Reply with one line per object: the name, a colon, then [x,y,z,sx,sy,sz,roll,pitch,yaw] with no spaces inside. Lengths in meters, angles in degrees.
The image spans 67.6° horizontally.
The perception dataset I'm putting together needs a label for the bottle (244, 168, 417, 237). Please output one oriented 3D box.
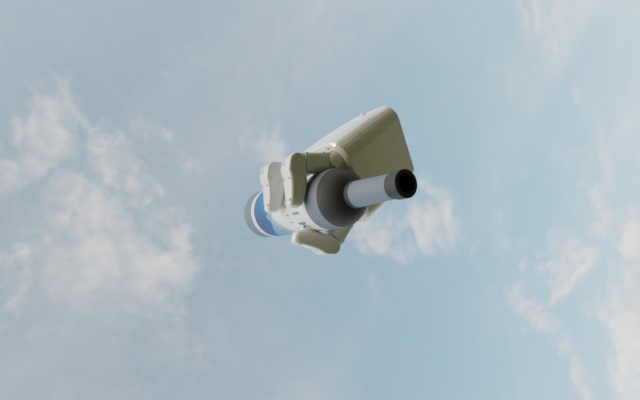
bottle: [0.000,0.002,0.555,0.069,0.069,0.296,0,-7,-32]
